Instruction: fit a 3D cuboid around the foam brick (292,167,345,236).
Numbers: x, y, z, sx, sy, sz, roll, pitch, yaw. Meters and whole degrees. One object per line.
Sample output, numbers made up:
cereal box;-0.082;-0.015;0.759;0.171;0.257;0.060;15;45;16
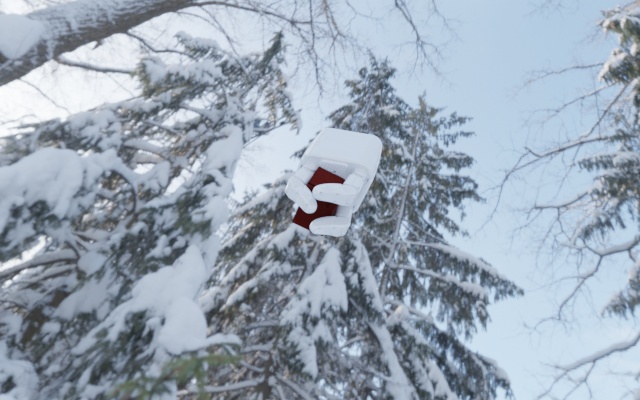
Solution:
foam brick;0.000;0.003;0.703;0.053;0.078;0.051;27;37;2
